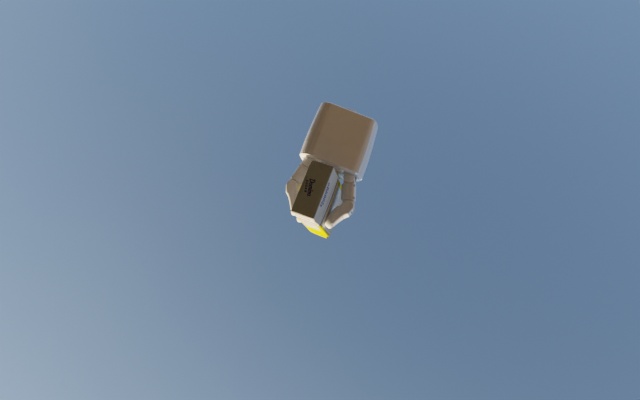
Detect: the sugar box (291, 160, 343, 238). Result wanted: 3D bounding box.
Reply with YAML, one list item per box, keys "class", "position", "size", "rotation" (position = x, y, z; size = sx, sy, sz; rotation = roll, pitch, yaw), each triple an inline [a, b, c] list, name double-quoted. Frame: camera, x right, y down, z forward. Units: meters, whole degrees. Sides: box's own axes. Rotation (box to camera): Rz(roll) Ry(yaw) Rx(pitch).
- class: "sugar box"
  position: [0.000, 0.002, 0.826]
  size: [0.048, 0.093, 0.176]
  rotation: [19, -11, 15]
